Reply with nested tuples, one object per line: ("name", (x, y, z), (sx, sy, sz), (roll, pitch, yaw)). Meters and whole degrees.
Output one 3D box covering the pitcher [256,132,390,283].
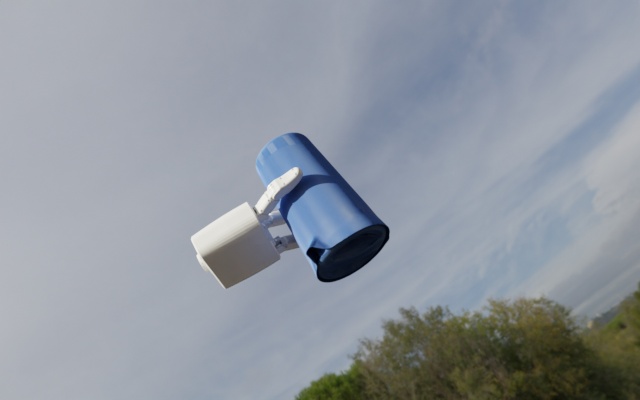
("pitcher", (0.000, 0.003, 0.787), (0.145, 0.242, 0.149), (-32, -30, -6))
